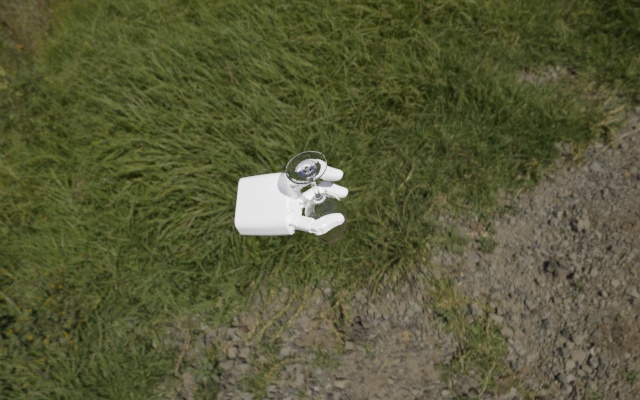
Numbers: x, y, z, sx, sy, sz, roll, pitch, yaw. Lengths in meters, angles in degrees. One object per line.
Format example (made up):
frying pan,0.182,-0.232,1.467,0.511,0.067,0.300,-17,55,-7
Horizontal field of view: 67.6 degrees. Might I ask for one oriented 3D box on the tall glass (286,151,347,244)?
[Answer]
tall glass,0.000,0.003,0.889,0.079,0.079,0.201,0,-37,18
